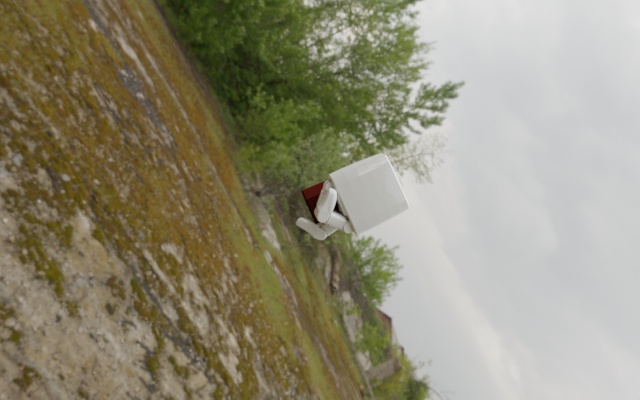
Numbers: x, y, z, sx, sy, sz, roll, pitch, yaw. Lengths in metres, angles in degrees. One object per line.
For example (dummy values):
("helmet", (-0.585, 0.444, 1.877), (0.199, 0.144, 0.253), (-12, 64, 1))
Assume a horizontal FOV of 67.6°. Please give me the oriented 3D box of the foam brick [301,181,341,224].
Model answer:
("foam brick", (0.000, 0.003, 0.897), (0.051, 0.053, 0.078), (-24, 16, -1))
